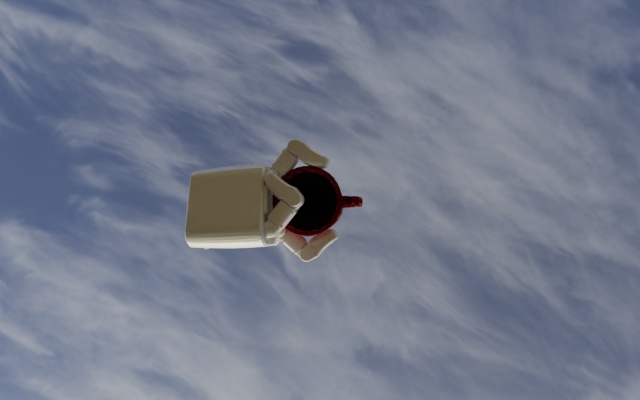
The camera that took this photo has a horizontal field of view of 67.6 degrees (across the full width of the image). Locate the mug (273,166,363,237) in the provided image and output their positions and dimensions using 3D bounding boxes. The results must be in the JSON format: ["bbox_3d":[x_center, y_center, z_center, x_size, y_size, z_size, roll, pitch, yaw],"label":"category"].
[{"bbox_3d":[0.002,0.002,0.663,0.117,0.093,0.081,-3,-4,9],"label":"mug"}]
